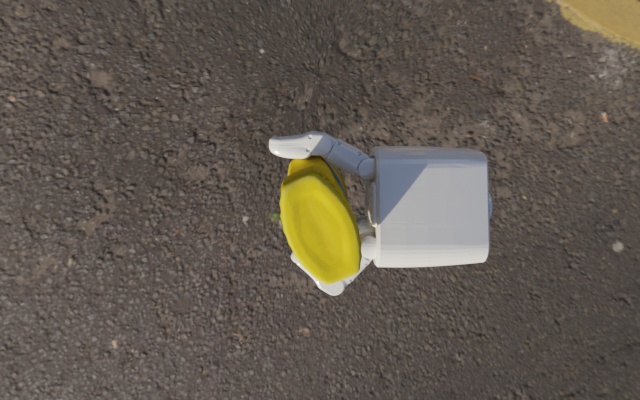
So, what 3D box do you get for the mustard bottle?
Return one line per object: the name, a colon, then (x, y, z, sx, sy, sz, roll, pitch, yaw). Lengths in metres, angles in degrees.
mustard bottle: (0.000, 0.002, 0.470, 0.058, 0.096, 0.191, -24, 13, 6)
